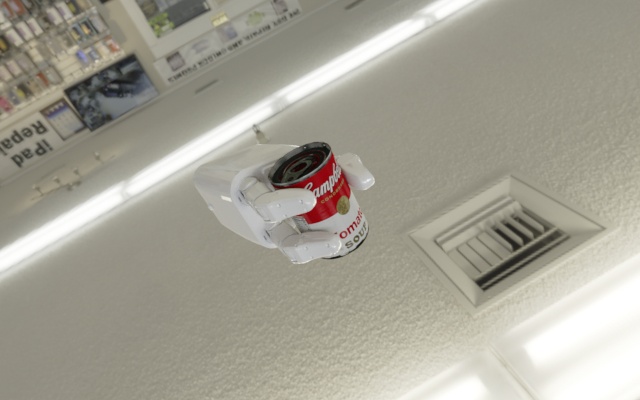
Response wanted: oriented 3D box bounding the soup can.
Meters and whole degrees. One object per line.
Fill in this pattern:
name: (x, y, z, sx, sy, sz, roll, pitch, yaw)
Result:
soup can: (0.001, 0.002, 0.484, 0.068, 0.102, 0.068, -21, 30, 13)
